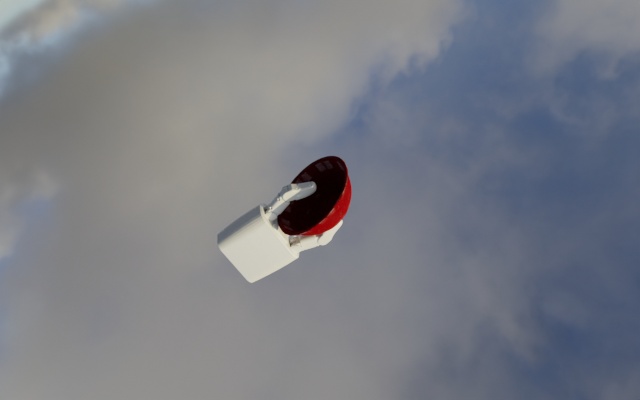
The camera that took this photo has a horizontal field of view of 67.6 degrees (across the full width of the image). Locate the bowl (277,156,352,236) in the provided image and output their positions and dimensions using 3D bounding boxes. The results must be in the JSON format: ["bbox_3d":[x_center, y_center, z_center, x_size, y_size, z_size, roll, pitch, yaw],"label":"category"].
[{"bbox_3d":[0.001,0.002,0.833,0.055,0.162,0.162,38,-23,-33],"label":"bowl"}]
